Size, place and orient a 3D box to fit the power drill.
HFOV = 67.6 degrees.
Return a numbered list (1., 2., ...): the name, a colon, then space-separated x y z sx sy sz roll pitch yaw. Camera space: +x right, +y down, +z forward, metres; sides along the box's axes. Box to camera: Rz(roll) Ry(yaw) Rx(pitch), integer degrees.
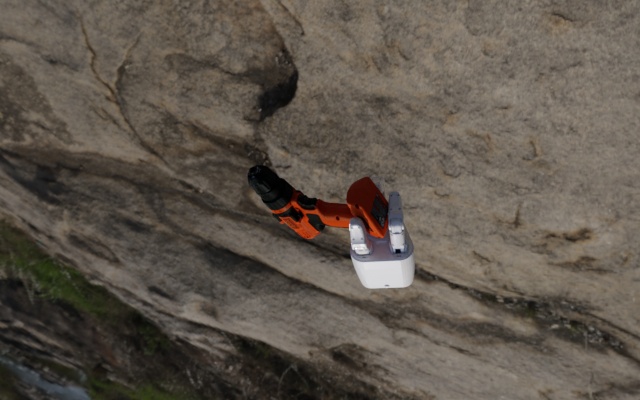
1. power drill: 0.001 0.003 0.732 0.187 0.057 0.184 1 -29 35
